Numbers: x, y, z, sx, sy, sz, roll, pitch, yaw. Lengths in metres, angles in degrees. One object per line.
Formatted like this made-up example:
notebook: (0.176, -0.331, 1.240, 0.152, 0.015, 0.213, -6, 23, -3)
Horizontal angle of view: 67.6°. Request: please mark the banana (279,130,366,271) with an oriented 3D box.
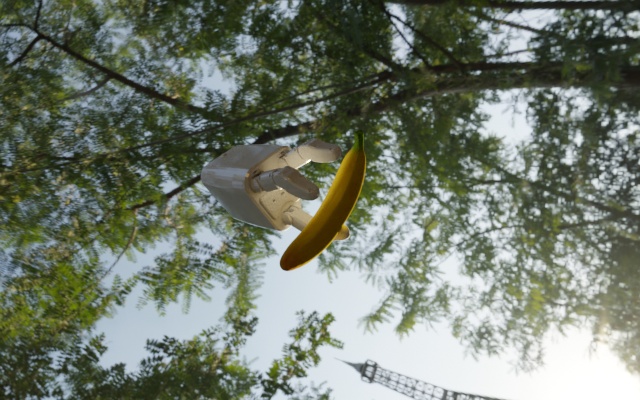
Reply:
banana: (0.010, 0.009, 0.589, 0.037, 0.197, 0.070, 13, -24, 37)
